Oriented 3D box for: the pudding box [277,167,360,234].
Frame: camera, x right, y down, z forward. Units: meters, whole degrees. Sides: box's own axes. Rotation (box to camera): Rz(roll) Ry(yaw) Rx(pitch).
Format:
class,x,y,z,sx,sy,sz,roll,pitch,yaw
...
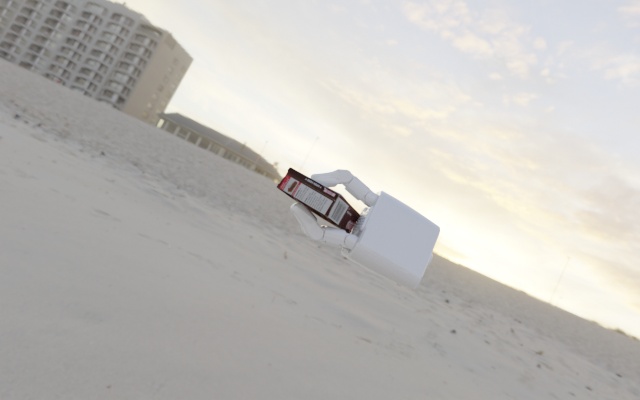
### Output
class,x,y,z,sx,sy,sz,roll,pitch,yaw
pudding box,0.000,0.002,0.685,0.090,0.039,0.113,29,-6,24
